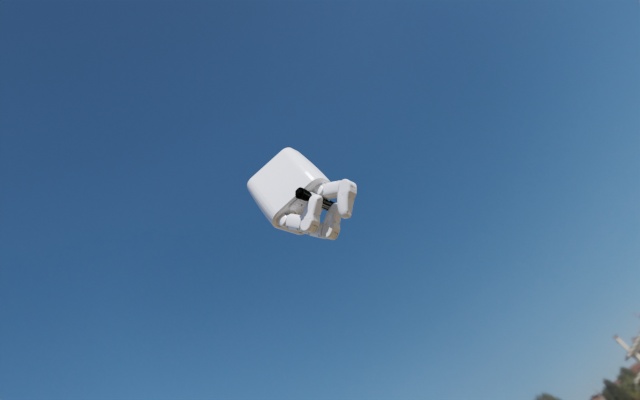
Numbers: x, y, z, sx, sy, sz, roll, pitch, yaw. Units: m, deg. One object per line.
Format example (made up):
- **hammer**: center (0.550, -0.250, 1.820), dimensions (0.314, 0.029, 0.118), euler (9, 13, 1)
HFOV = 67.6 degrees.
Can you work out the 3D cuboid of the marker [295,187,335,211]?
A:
- **marker**: center (0.000, 0.003, 0.774), dimensions (0.020, 0.020, 0.121), euler (0, -15, 38)
